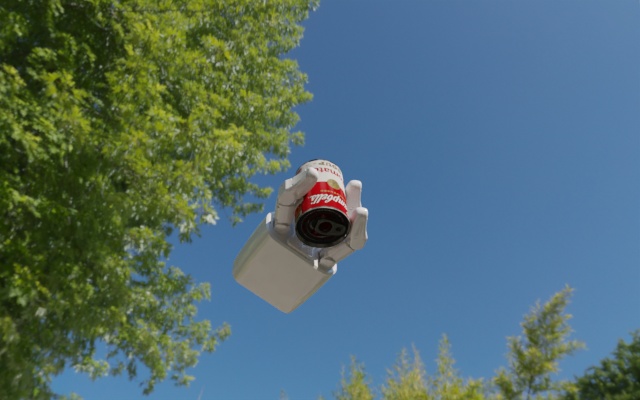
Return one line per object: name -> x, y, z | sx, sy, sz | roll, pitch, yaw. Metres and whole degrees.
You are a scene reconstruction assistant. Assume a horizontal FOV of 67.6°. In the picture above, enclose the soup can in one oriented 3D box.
soup can -> 0.000, 0.001, 0.616 | 0.068, 0.069, 0.102 | 0, 40, -4
